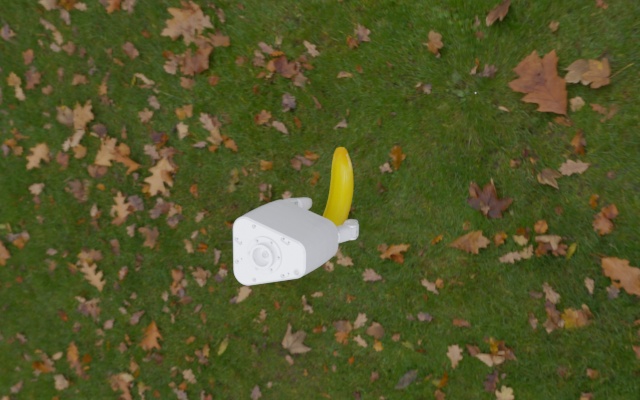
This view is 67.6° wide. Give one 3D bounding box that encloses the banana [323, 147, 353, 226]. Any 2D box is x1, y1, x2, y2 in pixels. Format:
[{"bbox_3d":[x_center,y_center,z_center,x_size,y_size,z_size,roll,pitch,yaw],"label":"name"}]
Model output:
[{"bbox_3d":[0.013,0.015,0.756,0.069,0.198,0.037,34,22,20],"label":"banana"}]
